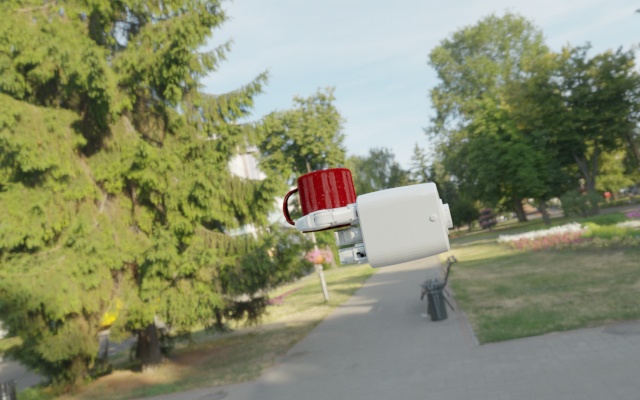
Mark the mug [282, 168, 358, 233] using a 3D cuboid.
[{"bbox_3d":[-0.001,0.002,0.702,0.117,0.081,0.093,-12,-6,14],"label":"mug"}]
